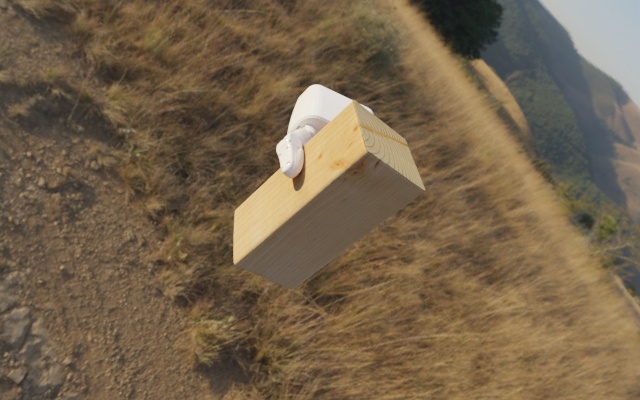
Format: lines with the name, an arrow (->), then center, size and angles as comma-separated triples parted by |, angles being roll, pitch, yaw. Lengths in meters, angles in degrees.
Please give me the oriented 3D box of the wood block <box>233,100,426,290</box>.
wood block -> 0.000, 0.001, 0.536 | 0.091, 0.090, 0.206 | 31, -57, -32
